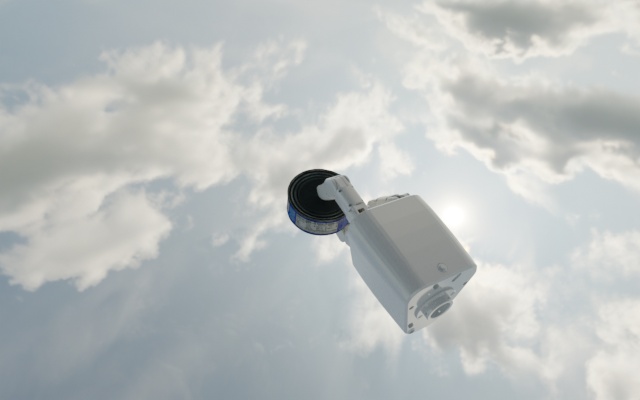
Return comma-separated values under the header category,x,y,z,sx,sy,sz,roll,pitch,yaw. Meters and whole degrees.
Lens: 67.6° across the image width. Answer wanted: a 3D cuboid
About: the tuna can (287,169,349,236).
category,x,y,z,sx,sy,sz,roll,pitch,yaw
tuna can,0.000,0.002,0.602,0.086,0.086,0.034,0,-40,-8
